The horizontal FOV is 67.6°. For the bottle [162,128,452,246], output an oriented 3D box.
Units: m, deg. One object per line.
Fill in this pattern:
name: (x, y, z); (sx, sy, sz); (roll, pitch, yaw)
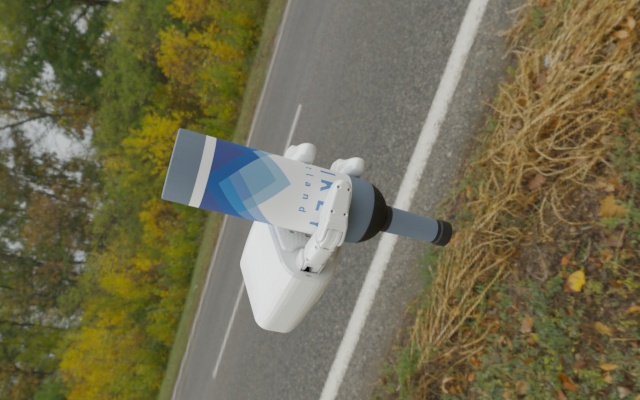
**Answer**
bottle: (0.000, 0.001, 0.476); (0.296, 0.069, 0.069); (15, -5, -17)
